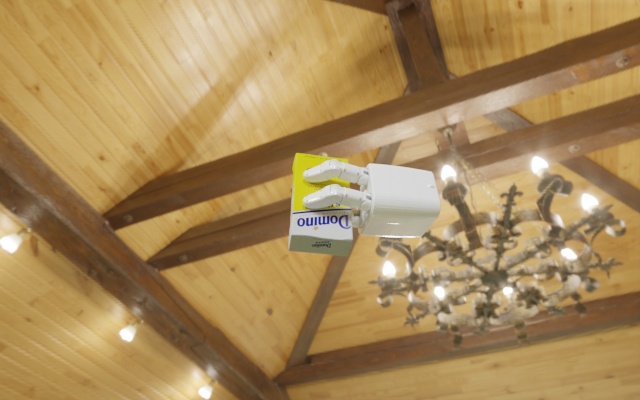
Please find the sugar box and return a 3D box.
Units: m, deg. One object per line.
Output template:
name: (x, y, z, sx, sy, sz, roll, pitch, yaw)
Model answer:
sugar box: (0.000, 0.002, 0.753, 0.093, 0.176, 0.048, 6, -45, -7)
